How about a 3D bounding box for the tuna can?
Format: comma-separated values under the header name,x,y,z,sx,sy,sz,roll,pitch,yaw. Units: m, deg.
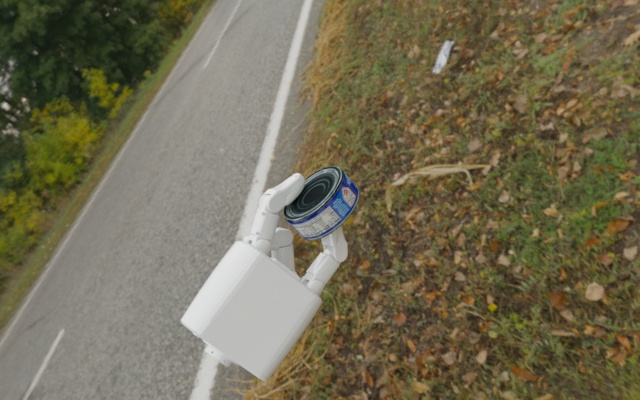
name,x,y,z,sx,sy,sz,roll,pitch,yaw
tuna can,0.000,0.001,0.537,0.034,0.086,0.086,48,-26,-26
